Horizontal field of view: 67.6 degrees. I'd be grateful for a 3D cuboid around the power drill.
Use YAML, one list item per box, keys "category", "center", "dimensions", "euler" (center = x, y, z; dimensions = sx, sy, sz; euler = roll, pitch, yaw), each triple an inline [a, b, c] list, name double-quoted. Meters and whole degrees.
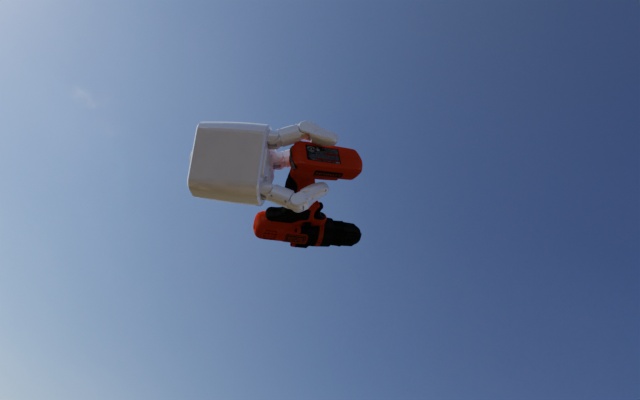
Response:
- category: "power drill"
  center: [0.000, 0.002, 0.747]
  dimensions: [0.184, 0.188, 0.057]
  euler: [6, 42, -18]
